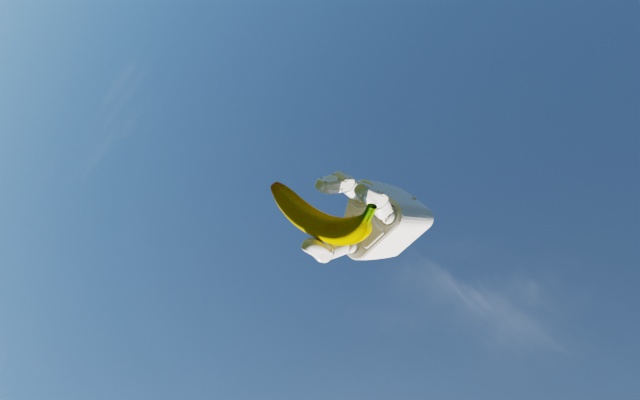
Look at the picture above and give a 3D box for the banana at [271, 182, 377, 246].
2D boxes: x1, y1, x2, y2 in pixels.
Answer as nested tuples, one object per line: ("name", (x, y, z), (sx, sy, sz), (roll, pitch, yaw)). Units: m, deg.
("banana", (0.001, 0.021, 0.652), (0.198, 0.069, 0.037), (13, 13, 42))
